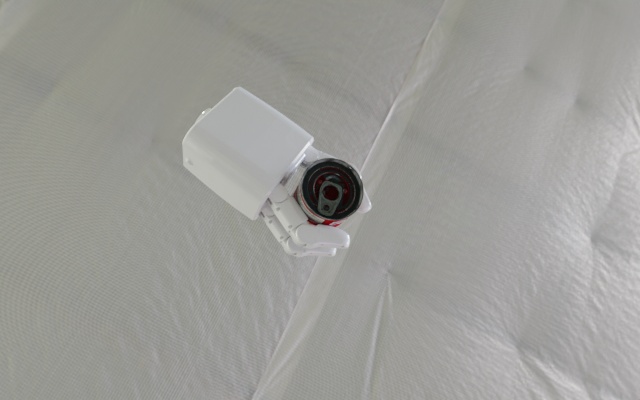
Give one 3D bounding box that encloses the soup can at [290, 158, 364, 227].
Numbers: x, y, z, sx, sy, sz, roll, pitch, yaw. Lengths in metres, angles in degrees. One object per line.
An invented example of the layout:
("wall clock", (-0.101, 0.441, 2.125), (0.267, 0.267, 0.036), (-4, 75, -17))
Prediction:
("soup can", (0.000, 0.002, 0.539), (0.068, 0.068, 0.102), (0, -16, -15))
